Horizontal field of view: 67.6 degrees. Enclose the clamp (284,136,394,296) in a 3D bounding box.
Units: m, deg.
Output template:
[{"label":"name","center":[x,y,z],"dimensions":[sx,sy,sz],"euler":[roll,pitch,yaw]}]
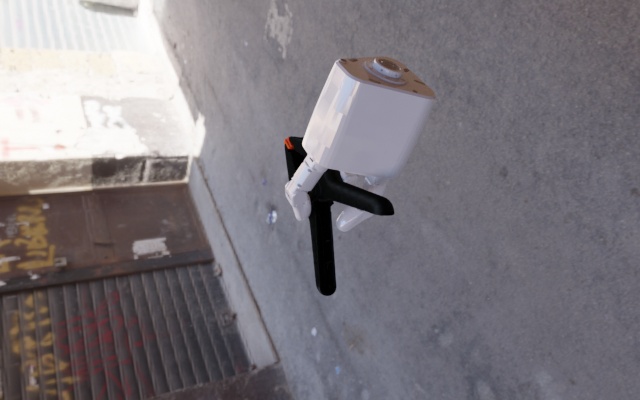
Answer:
[{"label":"clamp","center":[-0.001,0.001,0.597],"dimensions":[0.036,0.165,0.210],"euler":[-1,41,-34]}]
